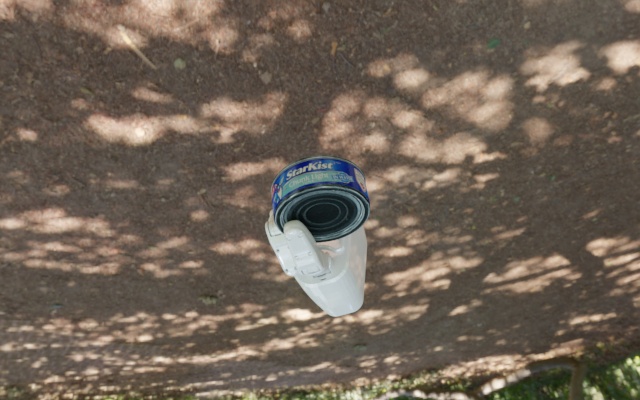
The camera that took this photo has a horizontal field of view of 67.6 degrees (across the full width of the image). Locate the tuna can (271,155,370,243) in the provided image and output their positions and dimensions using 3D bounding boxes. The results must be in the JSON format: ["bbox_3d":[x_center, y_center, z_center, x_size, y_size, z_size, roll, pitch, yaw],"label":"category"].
[{"bbox_3d":[0.000,0.002,0.420,0.086,0.033,0.086,-5,-37,-4],"label":"tuna can"}]
